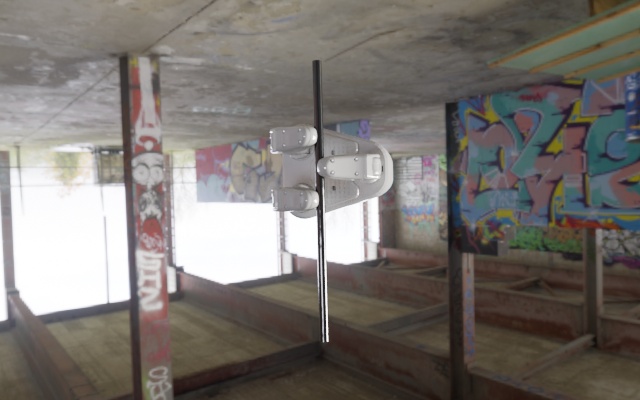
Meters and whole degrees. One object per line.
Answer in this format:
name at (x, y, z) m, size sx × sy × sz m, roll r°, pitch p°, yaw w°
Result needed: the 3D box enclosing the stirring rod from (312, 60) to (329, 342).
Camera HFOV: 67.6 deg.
stirring rod at (0.000, 0.001, 0.411) m, size 0.011 × 0.239 × 0.011 m, roll -2°, pitch 2°, yaw 0°
